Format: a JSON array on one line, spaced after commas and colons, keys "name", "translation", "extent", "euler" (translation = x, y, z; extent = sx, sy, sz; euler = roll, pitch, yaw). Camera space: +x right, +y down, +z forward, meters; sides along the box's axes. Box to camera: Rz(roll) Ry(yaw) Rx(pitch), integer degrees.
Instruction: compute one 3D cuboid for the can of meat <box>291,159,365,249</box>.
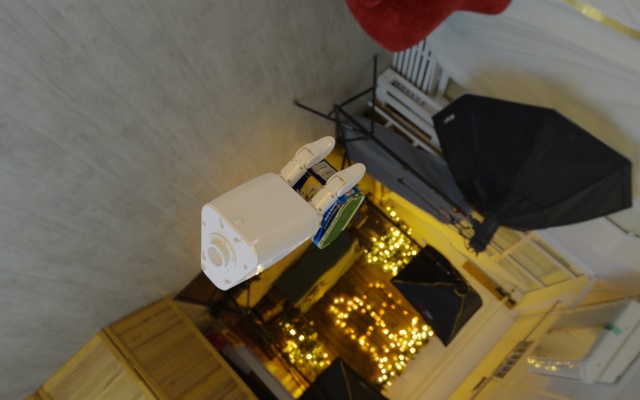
[{"name": "can of meat", "translation": [0.000, 0.002, 0.642], "extent": [0.084, 0.102, 0.057], "euler": [43, 39, 17]}]
